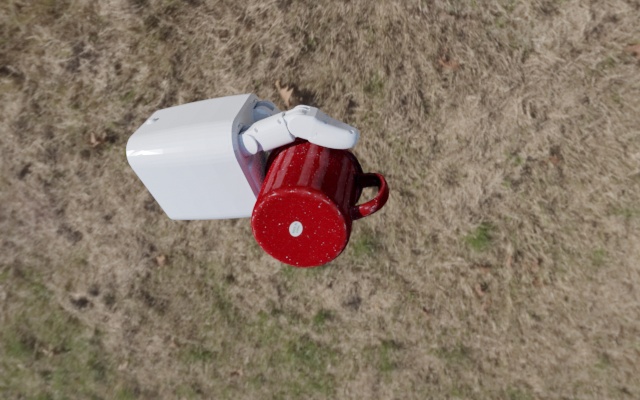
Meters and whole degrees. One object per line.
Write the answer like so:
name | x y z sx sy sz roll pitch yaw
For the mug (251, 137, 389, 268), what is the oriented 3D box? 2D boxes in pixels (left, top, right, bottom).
mug | 0.001 0.001 0.406 0.117 0.093 0.081 -6 33 13
